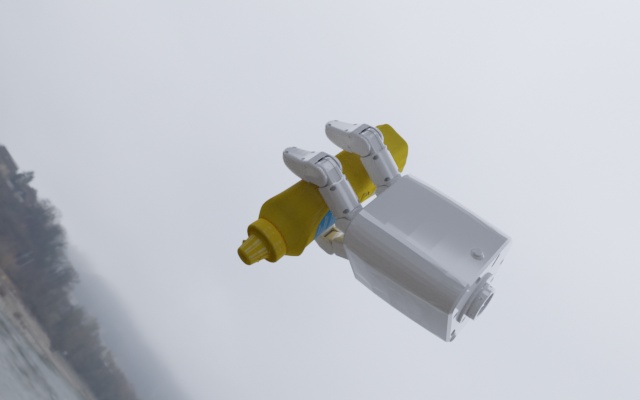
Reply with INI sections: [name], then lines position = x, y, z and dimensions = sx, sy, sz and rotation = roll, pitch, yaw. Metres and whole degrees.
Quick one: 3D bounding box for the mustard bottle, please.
[mustard bottle]
position = 0.000, 0.001, 0.461
dimensions = 0.191, 0.058, 0.096
rotation = -37, -9, -30
